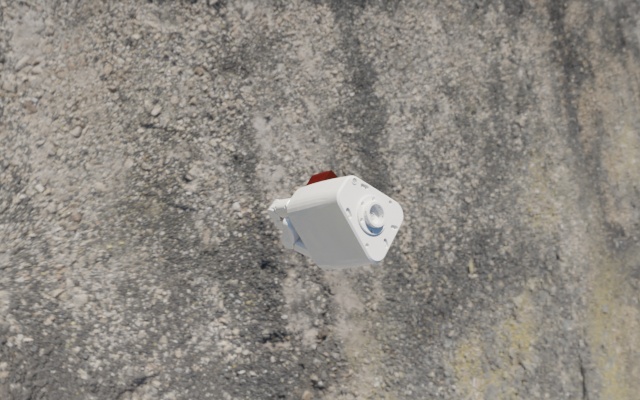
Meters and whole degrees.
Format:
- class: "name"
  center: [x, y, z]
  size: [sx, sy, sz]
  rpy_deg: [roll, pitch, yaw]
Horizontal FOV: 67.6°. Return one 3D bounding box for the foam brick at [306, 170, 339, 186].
- class: "foam brick"
  center: [0.000, 0.002, 0.707]
  size: [0.053, 0.078, 0.051]
  rpy_deg: [46, -33, -21]
